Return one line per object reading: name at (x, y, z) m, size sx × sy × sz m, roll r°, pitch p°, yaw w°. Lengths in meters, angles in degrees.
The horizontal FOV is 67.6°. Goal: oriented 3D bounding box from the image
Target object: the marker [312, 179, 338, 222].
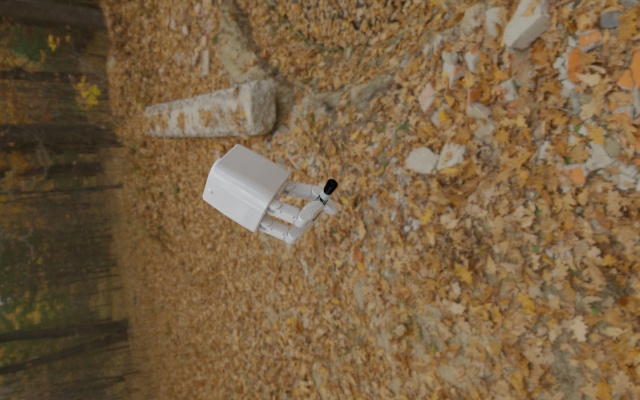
marker at (0.000, 0.003, 0.799) m, size 0.020 × 0.020 × 0.121 m, roll 0°, pitch -33°, yaw -24°
